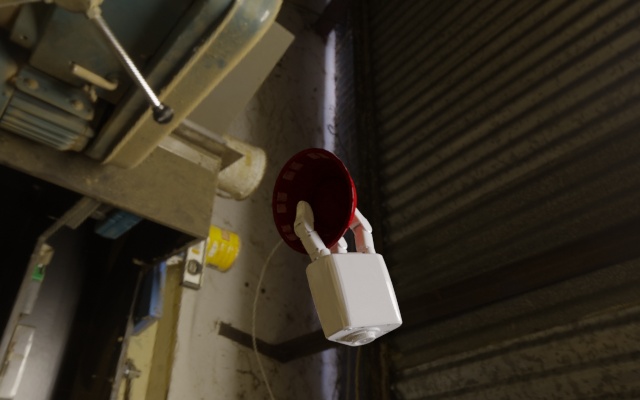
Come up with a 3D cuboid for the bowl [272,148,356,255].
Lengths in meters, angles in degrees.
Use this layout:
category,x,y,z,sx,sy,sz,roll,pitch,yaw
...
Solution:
category,x,y,z,sx,sy,sz,roll,pitch,yaw
bowl,0.000,0.001,0.739,0.162,0.162,0.055,0,-3,40
